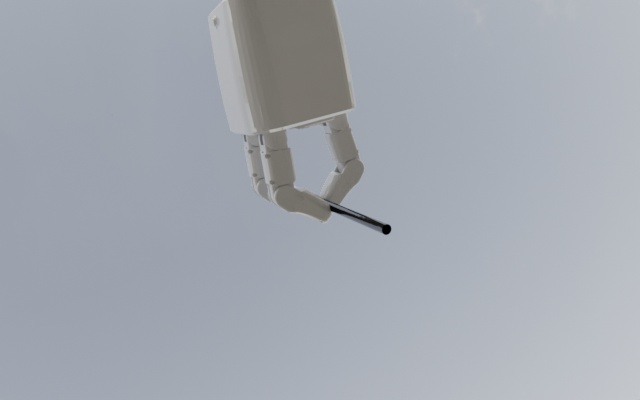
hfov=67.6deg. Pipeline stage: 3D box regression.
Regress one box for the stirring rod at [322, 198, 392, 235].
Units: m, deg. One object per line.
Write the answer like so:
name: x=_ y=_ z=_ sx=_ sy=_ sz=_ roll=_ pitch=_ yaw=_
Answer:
stirring rod: x=0.000 y=0.001 z=0.450 sx=0.011 sy=0.011 sz=0.239 roll=0 pitch=9 yaw=-24
